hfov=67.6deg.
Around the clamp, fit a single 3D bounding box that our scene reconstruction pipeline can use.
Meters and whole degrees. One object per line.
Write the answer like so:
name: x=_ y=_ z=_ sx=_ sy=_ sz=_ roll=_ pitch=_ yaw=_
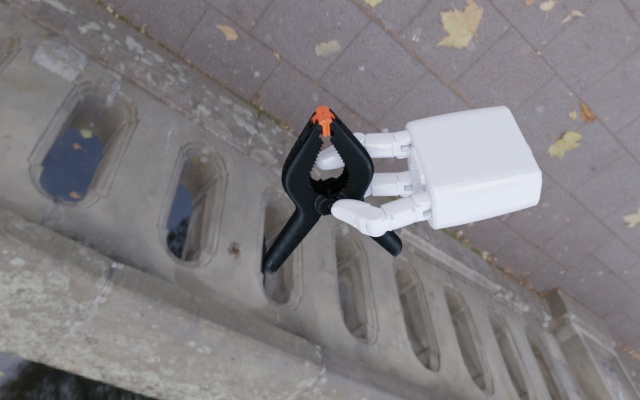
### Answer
clamp: x=0.000 y=0.002 z=0.507 sx=0.164 sy=0.210 sz=0.036 roll=-14 pitch=40 yaw=0
